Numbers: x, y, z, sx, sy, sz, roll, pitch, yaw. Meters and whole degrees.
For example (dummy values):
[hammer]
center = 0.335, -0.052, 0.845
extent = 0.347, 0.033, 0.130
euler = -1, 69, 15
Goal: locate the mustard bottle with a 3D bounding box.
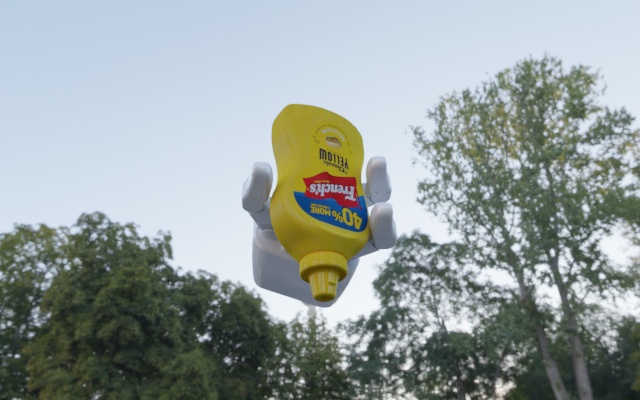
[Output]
[mustard bottle]
center = 0.000, 0.001, 0.444
extent = 0.096, 0.191, 0.058
euler = 19, -39, -28
